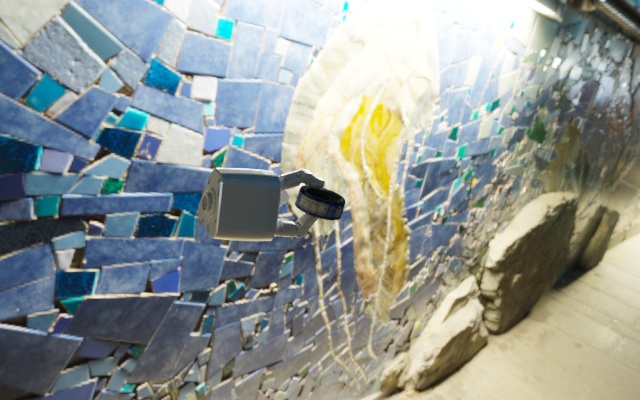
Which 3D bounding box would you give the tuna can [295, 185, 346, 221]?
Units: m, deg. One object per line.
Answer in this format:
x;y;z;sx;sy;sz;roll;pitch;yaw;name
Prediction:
0.000;0.002;0.839;0.086;0.034;0.086;16;15;-5;tuna can
